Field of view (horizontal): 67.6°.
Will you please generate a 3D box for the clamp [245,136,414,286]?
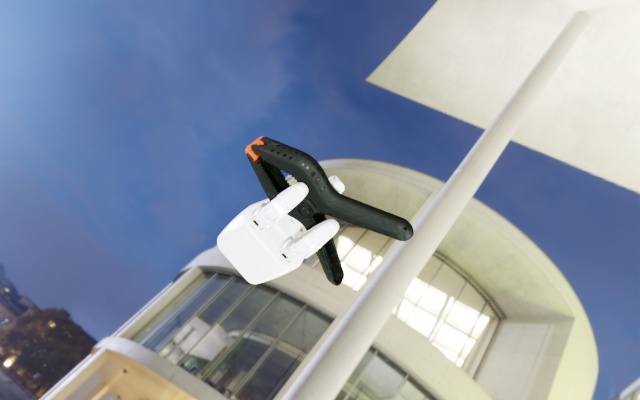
[{"bbox_3d":[0.000,0.001,0.562,0.165,0.210,0.036,-34,9,47],"label":"clamp"}]
